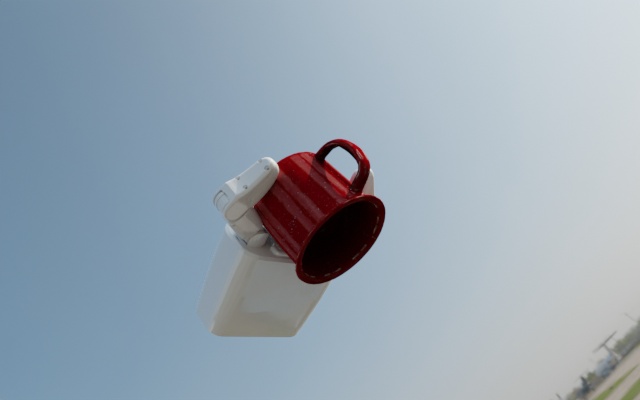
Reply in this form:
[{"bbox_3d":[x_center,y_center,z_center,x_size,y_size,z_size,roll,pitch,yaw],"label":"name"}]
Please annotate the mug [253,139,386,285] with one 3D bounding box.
[{"bbox_3d":[0.000,0.000,0.408,0.093,0.117,0.081,0,36,-46],"label":"mug"}]
